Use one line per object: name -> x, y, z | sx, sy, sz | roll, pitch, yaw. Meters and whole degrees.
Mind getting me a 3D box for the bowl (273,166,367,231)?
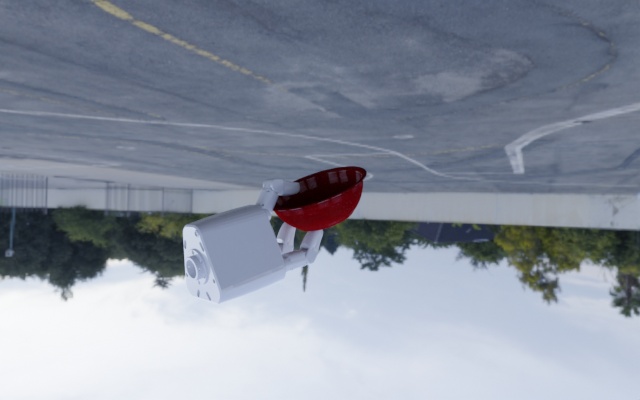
bowl -> 0.001, 0.002, 0.735 | 0.162, 0.055, 0.162 | -18, 18, 6
